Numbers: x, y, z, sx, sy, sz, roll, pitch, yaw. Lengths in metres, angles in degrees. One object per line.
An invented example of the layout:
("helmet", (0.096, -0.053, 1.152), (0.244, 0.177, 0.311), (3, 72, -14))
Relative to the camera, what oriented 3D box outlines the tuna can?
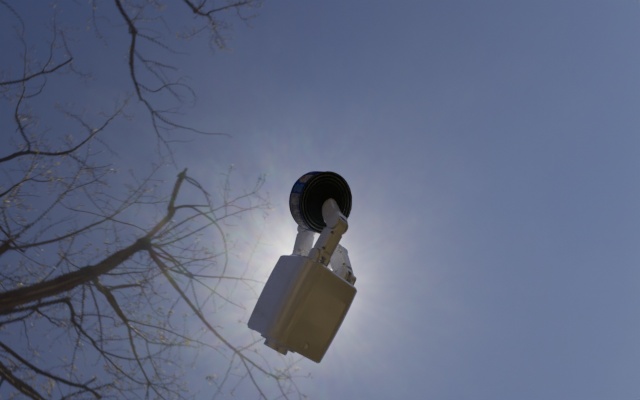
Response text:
("tuna can", (0.000, 0.002, 0.656), (0.086, 0.086, 0.034), (0, 5, -35))
